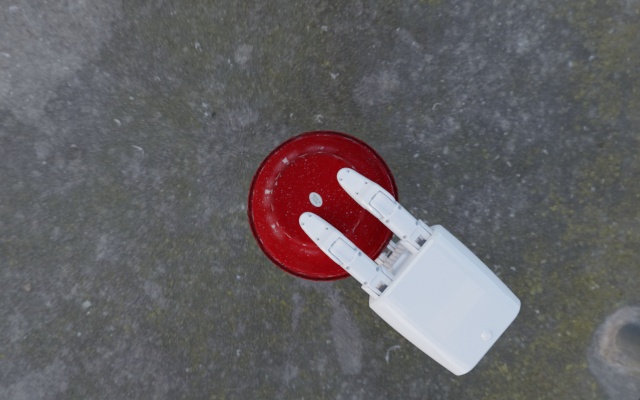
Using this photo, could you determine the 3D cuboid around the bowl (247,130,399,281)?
[{"bbox_3d":[-0.001,0.001,0.482,0.162,0.162,0.055,0,-6,5],"label":"bowl"}]
